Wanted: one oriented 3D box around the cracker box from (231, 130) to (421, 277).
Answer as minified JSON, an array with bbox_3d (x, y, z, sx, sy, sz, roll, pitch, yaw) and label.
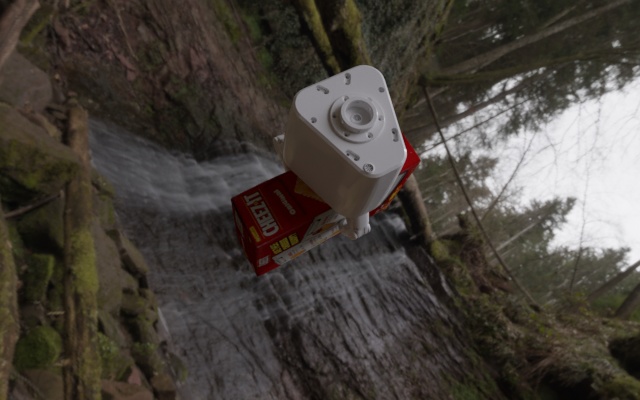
[{"bbox_3d":[0.000,0.002,0.597,0.213,0.072,0.164,-27,-15,-15],"label":"cracker box"}]
